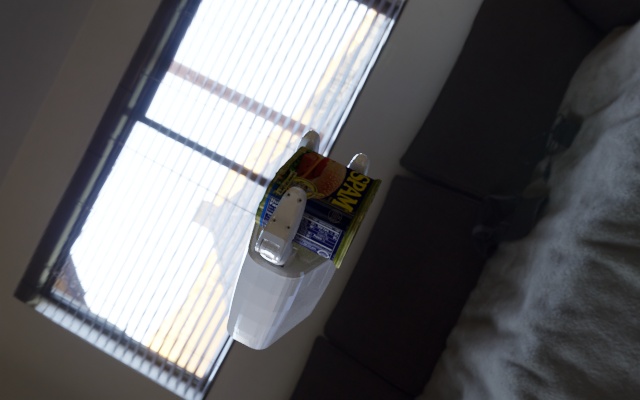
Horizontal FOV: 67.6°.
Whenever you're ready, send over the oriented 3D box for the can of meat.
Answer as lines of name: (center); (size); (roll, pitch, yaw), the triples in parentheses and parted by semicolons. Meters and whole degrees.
can of meat: (0.000, 0.001, 0.433); (0.084, 0.057, 0.102); (26, 33, 7)
